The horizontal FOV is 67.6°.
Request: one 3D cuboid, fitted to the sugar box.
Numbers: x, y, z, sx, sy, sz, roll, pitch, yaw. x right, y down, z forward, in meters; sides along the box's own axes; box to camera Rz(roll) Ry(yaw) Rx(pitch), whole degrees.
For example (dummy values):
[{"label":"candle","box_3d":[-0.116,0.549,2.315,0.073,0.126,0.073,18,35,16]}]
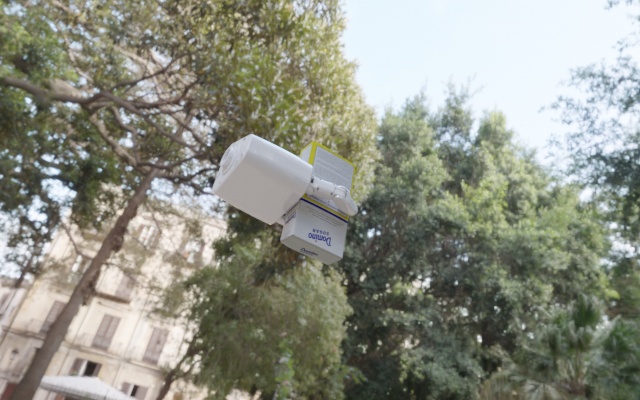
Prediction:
[{"label":"sugar box","box_3d":[0.000,0.002,0.750,0.093,0.176,0.048,28,-34,-24]}]
